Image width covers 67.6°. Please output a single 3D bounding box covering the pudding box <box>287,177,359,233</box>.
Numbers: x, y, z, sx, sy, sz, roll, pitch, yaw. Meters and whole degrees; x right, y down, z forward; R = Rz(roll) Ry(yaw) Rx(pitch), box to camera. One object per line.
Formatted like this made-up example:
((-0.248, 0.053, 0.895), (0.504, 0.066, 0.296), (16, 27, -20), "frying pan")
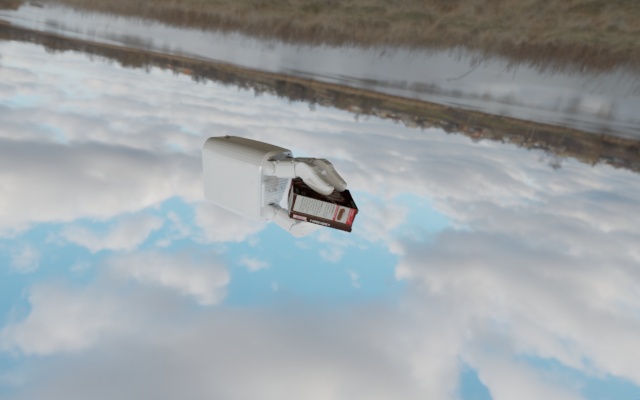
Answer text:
((0.000, 0.002, 0.671), (0.090, 0.039, 0.113), (13, 16, -7), "pudding box")
